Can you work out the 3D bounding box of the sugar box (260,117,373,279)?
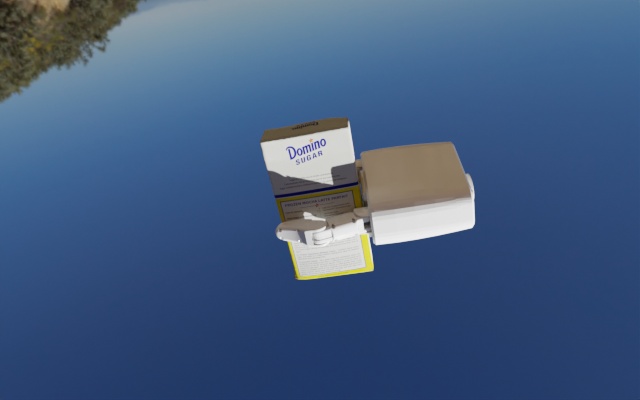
[{"bbox_3d":[0.000,0.002,0.527,0.093,0.176,0.048,-8,25,6],"label":"sugar box"}]
